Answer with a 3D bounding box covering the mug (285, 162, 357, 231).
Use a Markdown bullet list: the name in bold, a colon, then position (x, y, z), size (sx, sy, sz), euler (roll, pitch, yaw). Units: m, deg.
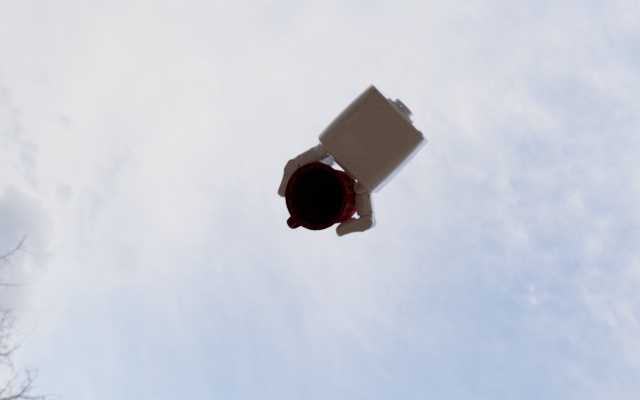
- **mug**: position (-0.001, 0.003, 0.687), size (0.117, 0.093, 0.081), euler (-44, -15, 18)
